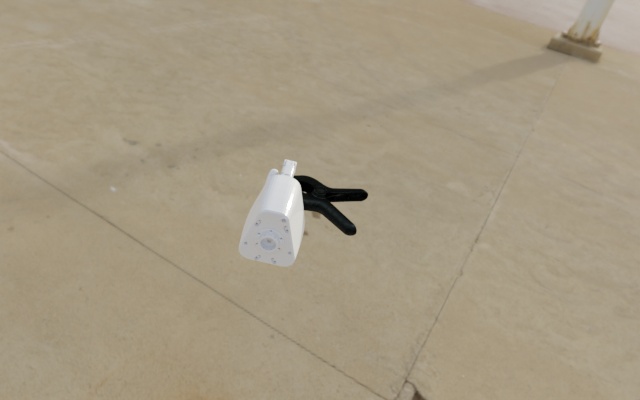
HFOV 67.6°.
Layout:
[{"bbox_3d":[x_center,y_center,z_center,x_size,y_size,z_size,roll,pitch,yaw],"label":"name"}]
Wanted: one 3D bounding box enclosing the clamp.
[{"bbox_3d":[0.000,0.002,0.849,0.171,0.039,0.120,13,34,-2],"label":"clamp"}]
